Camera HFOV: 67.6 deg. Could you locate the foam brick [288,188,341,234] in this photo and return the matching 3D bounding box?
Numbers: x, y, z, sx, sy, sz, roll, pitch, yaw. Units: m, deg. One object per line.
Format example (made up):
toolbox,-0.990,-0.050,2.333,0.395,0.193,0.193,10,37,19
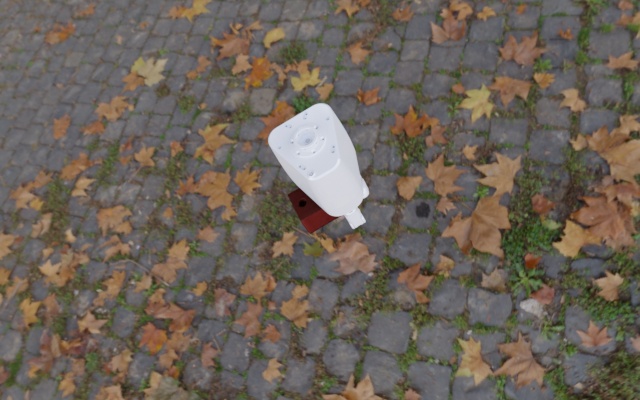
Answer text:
foam brick,0.000,0.003,0.713,0.078,0.053,0.051,-30,-31,4
